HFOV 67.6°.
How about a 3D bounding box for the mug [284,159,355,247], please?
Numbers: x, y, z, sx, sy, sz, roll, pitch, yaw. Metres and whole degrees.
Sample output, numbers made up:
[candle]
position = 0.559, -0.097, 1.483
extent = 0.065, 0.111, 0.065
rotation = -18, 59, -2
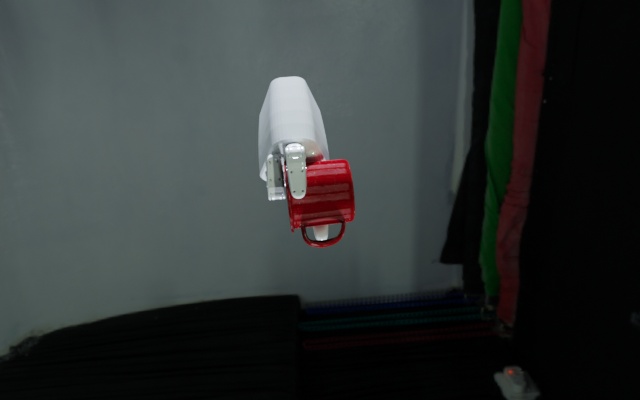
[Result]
[mug]
position = 0.000, 0.003, 0.606
extent = 0.081, 0.117, 0.093
rotation = -6, -23, -2
